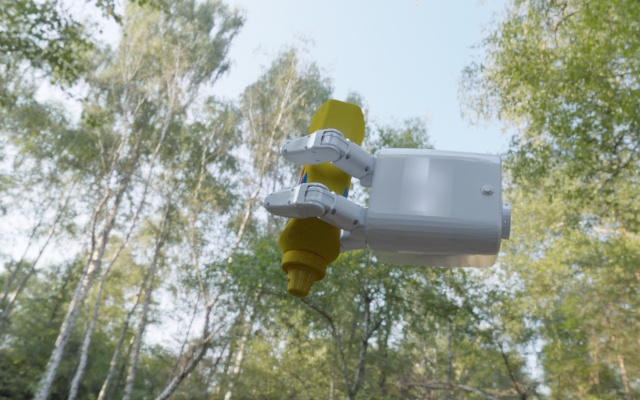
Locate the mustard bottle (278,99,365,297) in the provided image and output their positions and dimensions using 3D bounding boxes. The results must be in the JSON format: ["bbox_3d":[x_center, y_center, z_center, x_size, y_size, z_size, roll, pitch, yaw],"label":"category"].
[{"bbox_3d":[0.000,0.001,0.465,0.058,0.191,0.096,15,-30,-3],"label":"mustard bottle"}]
